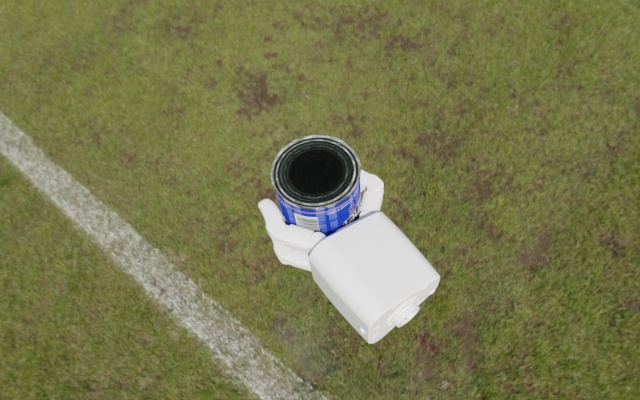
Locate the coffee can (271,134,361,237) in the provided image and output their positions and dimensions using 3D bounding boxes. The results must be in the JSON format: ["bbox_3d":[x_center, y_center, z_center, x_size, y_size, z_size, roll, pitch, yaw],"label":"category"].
[{"bbox_3d":[0.000,0.002,0.595,0.103,0.102,0.140,0,-32,6],"label":"coffee can"}]
